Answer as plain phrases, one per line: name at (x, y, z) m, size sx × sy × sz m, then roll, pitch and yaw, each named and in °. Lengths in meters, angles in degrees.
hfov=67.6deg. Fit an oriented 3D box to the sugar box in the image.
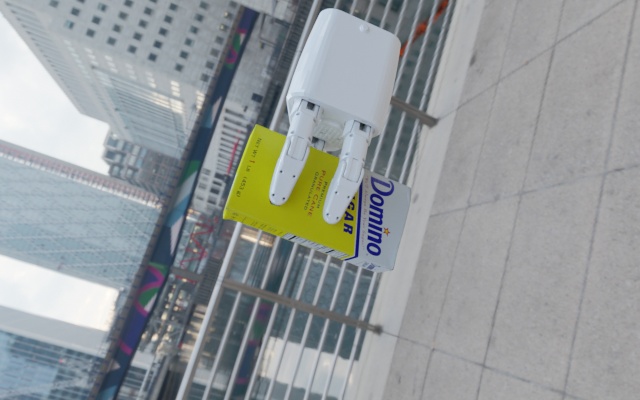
sugar box at (0.000, 0.001, 0.481) m, size 0.176 × 0.093 × 0.048 m, roll 20°, pitch -17°, yaw -10°
